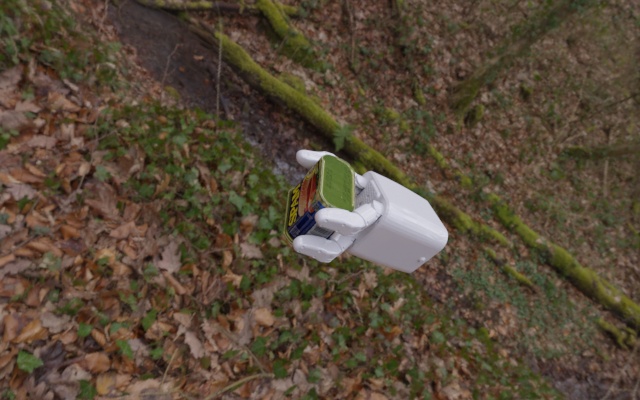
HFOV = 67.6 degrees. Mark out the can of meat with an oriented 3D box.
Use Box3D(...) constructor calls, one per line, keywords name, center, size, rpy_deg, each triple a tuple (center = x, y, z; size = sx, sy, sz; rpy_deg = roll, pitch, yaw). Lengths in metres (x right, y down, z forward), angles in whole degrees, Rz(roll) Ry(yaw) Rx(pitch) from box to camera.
Box3D(name="can of meat", center=(0.000, 0.002, 0.609), size=(0.057, 0.102, 0.084), rpy_deg=(26, -49, -21))
